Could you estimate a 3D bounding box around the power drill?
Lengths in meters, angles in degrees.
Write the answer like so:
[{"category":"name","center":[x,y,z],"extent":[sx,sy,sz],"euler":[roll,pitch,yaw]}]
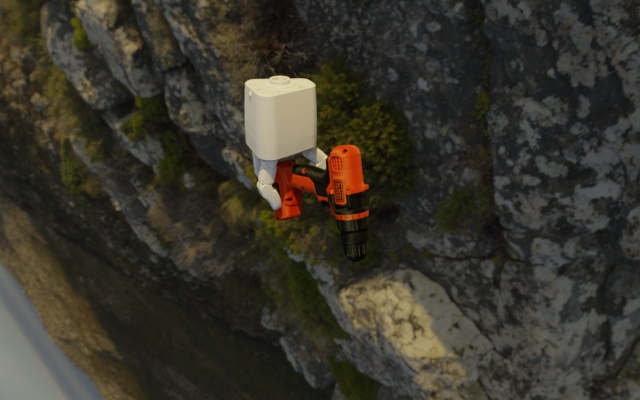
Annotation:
[{"category":"power drill","center":[0.000,0.002,0.787],"extent":[0.187,0.184,0.057],"euler":[4,14,43]}]
